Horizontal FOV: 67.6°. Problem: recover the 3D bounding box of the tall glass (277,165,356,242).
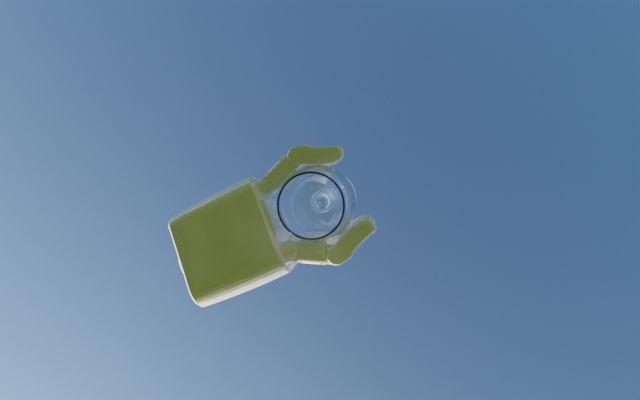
[{"bbox_3d":[0.000,0.002,0.524,0.079,0.079,0.201,0,2,5],"label":"tall glass"}]
